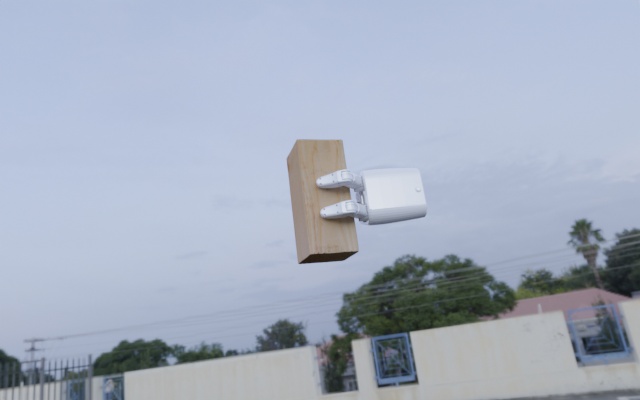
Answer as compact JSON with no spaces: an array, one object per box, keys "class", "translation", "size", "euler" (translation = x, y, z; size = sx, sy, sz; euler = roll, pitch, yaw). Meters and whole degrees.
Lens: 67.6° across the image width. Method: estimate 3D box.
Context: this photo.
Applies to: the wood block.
[{"class":"wood block","translation":[0.000,0.003,0.860],"size":[0.090,0.206,0.091],"euler":[-2,-18,-17]}]
